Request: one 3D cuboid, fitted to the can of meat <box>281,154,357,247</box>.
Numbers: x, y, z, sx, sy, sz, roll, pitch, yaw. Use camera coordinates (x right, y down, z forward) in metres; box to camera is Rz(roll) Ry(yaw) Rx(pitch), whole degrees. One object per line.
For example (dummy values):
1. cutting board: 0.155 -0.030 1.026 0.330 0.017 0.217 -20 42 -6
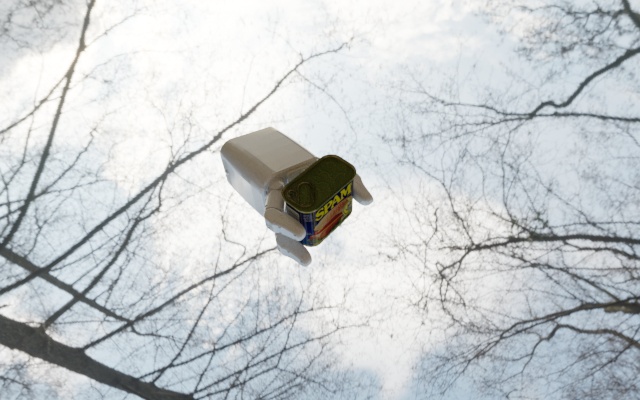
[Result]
1. can of meat: 0.000 0.002 0.640 0.057 0.084 0.102 35 60 27
